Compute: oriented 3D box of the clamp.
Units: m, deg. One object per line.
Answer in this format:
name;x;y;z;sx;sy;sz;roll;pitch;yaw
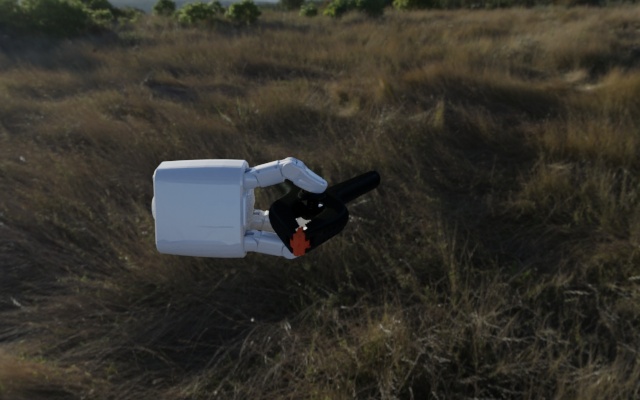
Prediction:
clamp;0.000;0.001;0.594;0.164;0.036;0.210;0;26;1
